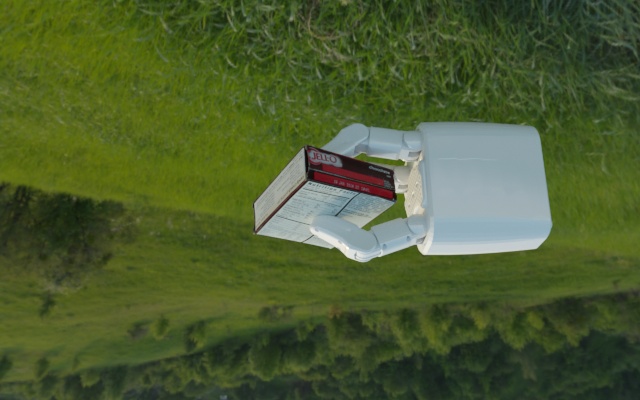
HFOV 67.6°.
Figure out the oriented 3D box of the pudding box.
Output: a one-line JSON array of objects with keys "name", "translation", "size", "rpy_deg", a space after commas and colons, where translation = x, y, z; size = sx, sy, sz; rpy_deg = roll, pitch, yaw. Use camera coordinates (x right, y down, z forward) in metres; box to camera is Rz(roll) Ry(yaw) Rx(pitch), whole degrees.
[{"name": "pudding box", "translation": [0.000, 0.002, 0.432], "size": [0.090, 0.039, 0.113], "rpy_deg": [14, -35, -27]}]
